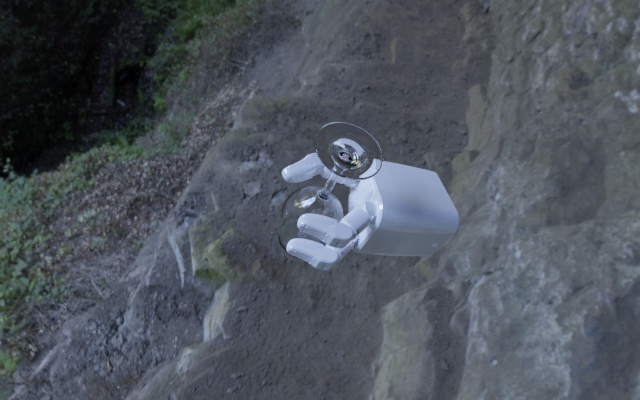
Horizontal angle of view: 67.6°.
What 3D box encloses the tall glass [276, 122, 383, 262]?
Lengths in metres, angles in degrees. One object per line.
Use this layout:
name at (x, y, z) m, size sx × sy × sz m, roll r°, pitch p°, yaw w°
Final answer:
tall glass at (0.000, 0.001, 0.563) m, size 0.079 × 0.079 × 0.201 m, roll 0°, pitch -32°, yaw -21°
